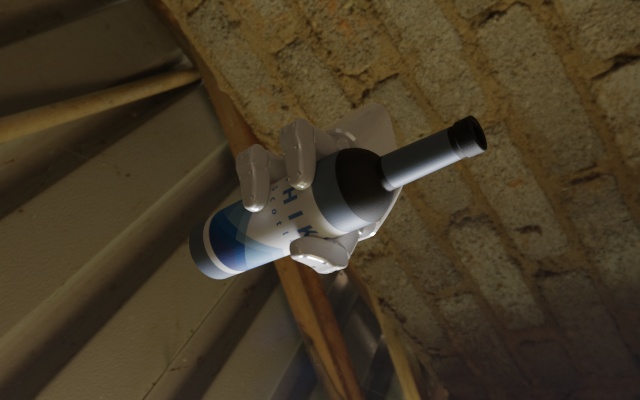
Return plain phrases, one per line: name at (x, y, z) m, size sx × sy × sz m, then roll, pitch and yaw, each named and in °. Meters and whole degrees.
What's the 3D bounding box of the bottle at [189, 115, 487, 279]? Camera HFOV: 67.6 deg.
bottle at (0.000, 0.002, 0.418) m, size 0.296 × 0.069 × 0.069 m, roll -24°, pitch -14°, yaw 35°
